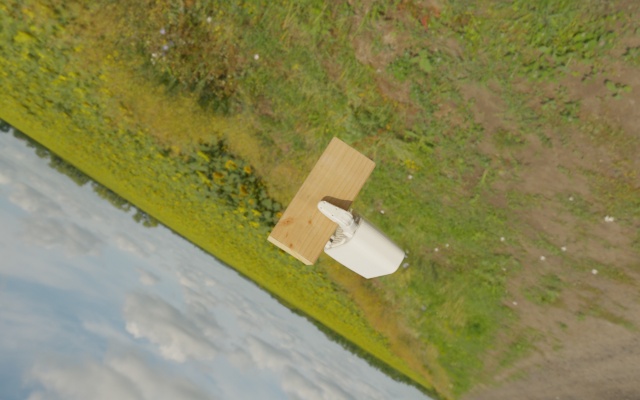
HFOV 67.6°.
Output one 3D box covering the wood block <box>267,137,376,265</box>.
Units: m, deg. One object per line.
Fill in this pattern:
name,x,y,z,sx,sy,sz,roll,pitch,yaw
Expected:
wood block,0.000,0.003,0.847,0.090,0.206,0.091,33,-12,-3
